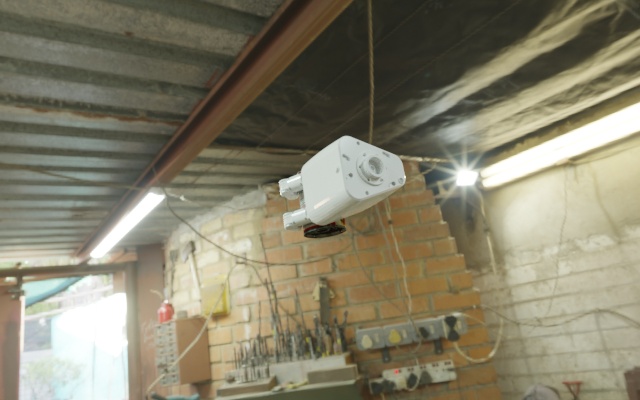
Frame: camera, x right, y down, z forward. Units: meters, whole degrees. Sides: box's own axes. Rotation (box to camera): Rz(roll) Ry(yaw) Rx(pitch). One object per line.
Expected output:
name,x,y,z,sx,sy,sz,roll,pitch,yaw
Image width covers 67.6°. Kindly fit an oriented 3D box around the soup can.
soup can,0.000,0.002,0.756,0.068,0.102,0.068,-8,-16,-2
